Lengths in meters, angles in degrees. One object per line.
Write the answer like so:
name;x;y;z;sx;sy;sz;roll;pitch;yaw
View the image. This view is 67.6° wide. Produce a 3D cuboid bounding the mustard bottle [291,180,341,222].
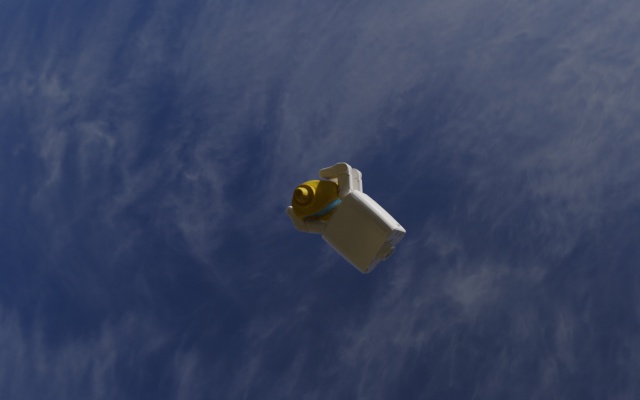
mustard bottle;0.000;0.003;0.887;0.096;0.058;0.191;-28;-18;17
